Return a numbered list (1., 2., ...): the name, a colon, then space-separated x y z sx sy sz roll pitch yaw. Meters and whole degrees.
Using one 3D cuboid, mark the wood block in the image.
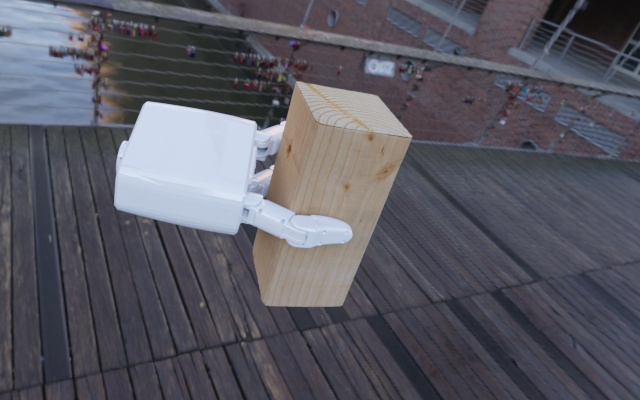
1. wood block: 0.000 0.002 0.478 0.090 0.206 0.090 5 33 -21
